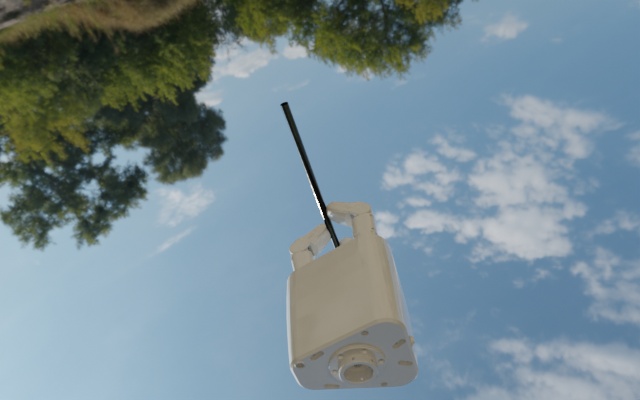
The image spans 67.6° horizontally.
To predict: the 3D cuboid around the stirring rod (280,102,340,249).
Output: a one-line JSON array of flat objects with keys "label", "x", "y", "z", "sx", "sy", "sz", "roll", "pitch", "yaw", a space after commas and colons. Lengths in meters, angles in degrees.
[{"label": "stirring rod", "x": 0.000, "y": 0.002, "z": 0.523, "sx": 0.011, "sy": 0.240, "sz": 0.011, "roll": -14, "pitch": 34, "yaw": 10}]
